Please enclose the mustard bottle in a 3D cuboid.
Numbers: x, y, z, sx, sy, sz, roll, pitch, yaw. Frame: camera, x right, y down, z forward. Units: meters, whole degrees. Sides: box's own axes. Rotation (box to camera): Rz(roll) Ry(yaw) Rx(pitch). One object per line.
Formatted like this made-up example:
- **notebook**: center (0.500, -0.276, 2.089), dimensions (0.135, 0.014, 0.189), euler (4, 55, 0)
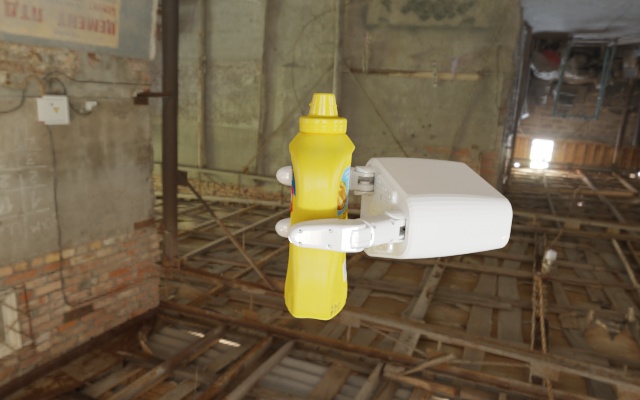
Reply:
- **mustard bottle**: center (0.000, 0.002, 0.431), dimensions (0.058, 0.192, 0.096), euler (4, 13, 6)
